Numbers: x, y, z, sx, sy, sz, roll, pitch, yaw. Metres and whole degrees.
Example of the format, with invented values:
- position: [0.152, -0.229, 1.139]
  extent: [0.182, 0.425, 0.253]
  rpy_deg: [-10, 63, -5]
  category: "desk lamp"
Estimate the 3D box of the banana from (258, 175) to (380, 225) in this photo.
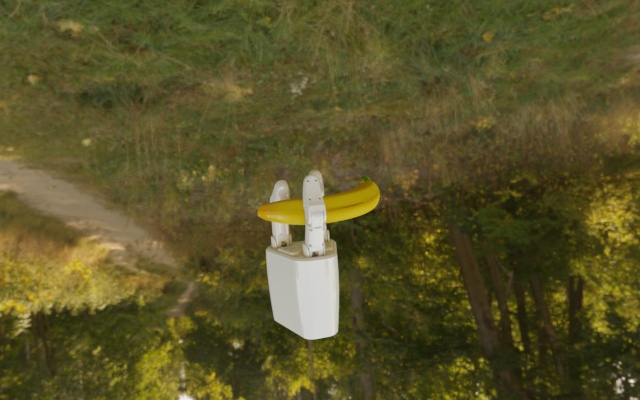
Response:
- position: [0.015, 0.005, 0.631]
  extent: [0.198, 0.037, 0.069]
  rpy_deg: [-15, 20, -38]
  category: "banana"
